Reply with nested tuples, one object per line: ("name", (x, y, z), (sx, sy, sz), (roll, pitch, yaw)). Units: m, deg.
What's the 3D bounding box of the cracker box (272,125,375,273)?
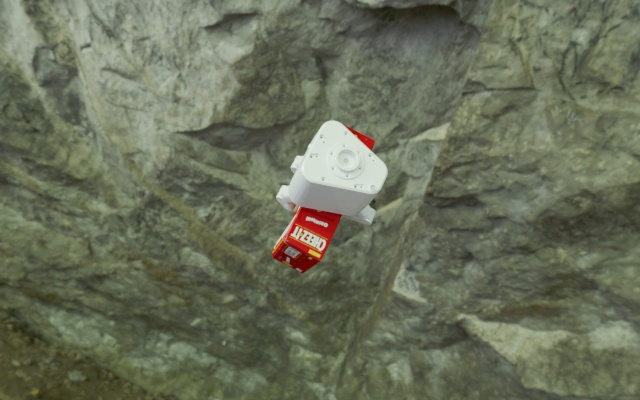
("cracker box", (0.000, 0.003, 0.790), (0.072, 0.213, 0.164), (27, -19, -3))
